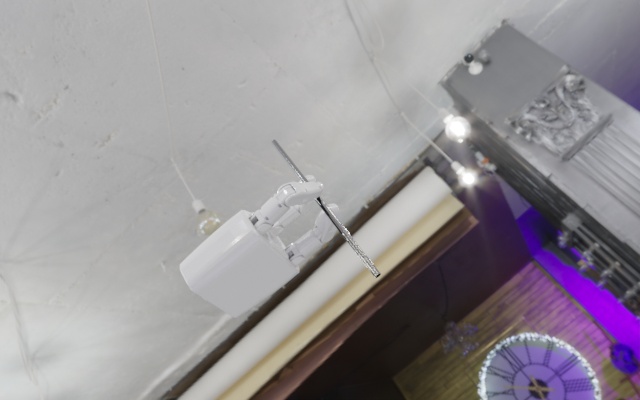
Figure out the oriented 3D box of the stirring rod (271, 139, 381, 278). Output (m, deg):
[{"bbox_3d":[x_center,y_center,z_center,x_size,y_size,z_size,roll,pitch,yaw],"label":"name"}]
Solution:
[{"bbox_3d":[0.000,0.002,0.593,0.011,0.011,0.239,0,43,-47],"label":"stirring rod"}]
